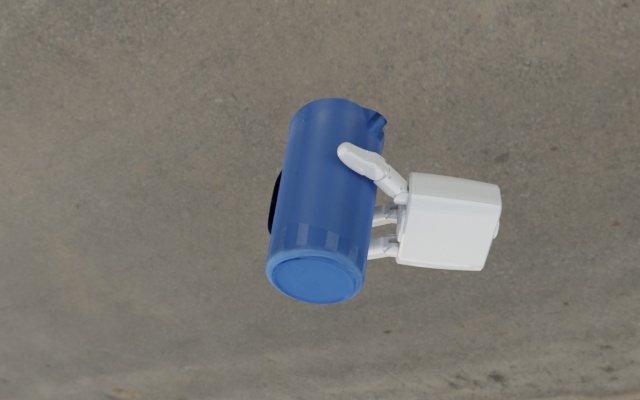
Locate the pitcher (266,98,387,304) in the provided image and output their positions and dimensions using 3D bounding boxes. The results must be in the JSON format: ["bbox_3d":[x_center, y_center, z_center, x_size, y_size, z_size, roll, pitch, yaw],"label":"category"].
[{"bbox_3d":[0.000,0.002,0.592,0.145,0.242,0.149,8,-41,2],"label":"pitcher"}]
